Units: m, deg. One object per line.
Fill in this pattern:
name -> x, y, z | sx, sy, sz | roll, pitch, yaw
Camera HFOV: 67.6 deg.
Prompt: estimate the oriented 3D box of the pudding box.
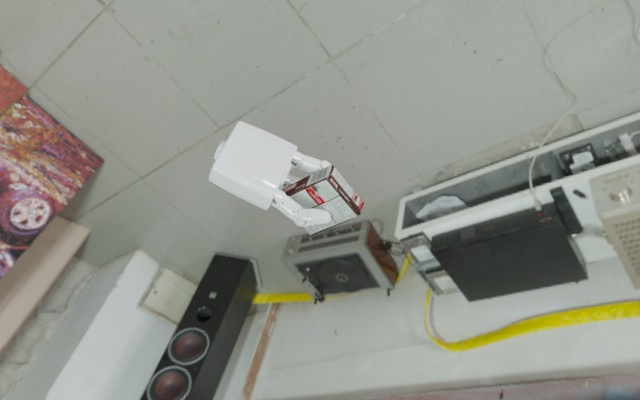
pudding box -> 0.000, 0.003, 0.786 | 0.113, 0.090, 0.039 | -23, 30, 36
